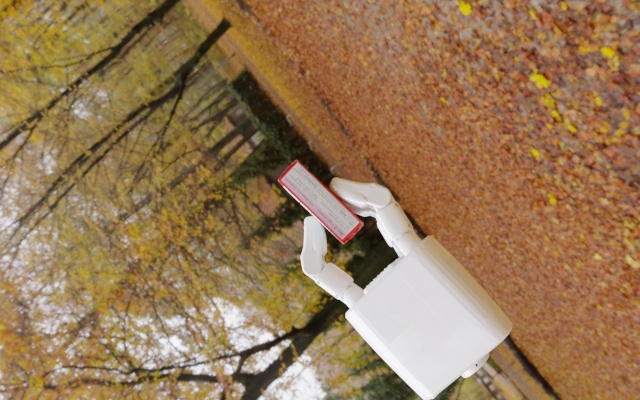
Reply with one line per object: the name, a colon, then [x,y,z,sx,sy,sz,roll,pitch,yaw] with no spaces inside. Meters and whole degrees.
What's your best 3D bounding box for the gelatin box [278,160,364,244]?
gelatin box: [0.000,0.002,0.476,0.089,0.030,0.073,43,-2,0]
